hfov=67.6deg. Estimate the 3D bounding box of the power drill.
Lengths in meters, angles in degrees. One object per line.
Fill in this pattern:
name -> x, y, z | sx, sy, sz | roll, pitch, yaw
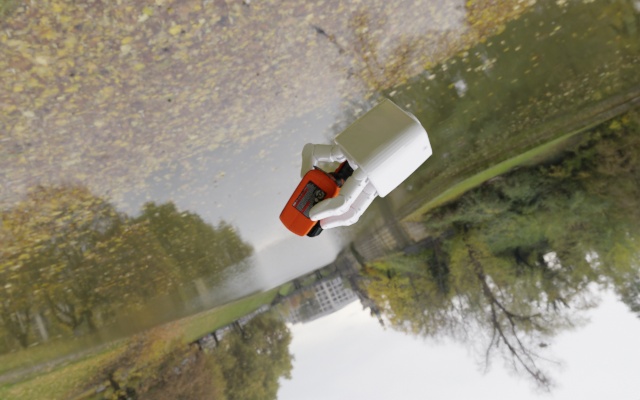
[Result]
power drill -> 0.000, 0.003, 0.806 | 0.057, 0.184, 0.187 | 36, 19, 9
